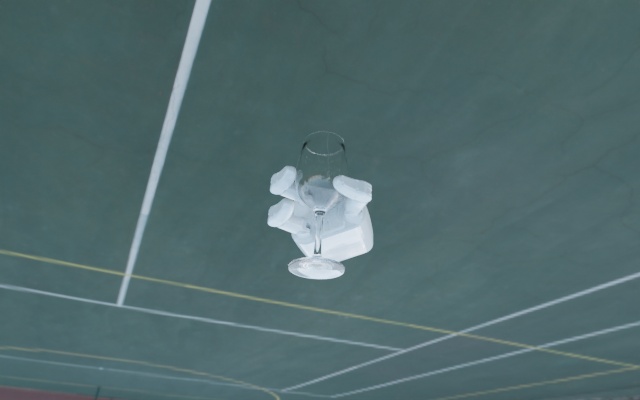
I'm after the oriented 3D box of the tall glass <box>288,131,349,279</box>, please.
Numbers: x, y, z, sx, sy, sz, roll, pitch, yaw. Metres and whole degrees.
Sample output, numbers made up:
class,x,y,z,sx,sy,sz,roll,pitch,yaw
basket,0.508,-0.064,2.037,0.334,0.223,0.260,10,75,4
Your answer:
class,x,y,z,sx,sy,sz,roll,pitch,yaw
tall glass,0.000,0.003,0.663,0.079,0.201,0.079,3,-29,1
